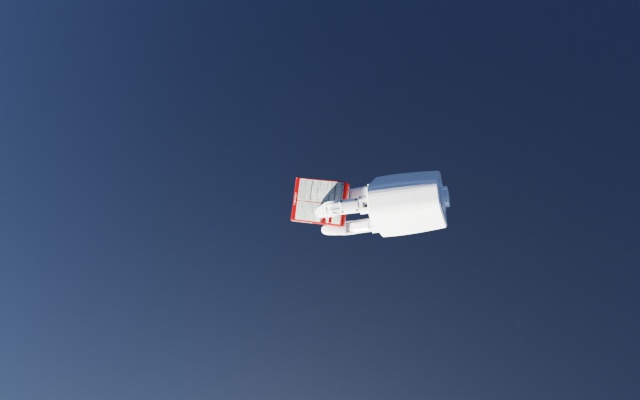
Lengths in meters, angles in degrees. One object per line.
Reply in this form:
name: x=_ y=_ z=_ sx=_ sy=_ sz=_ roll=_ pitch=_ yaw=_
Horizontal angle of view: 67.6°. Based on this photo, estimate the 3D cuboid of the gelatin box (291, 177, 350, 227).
gelatin box: x=0.000 y=0.003 z=0.789 sx=0.089 sy=0.073 sz=0.030 roll=6 pitch=-3 yaw=15
